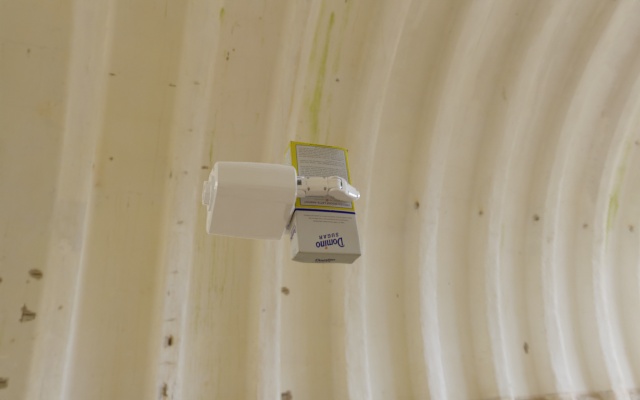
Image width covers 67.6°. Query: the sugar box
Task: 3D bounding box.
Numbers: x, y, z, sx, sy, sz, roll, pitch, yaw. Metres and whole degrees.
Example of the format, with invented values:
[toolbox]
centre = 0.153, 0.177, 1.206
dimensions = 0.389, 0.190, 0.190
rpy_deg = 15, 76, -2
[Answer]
[sugar box]
centre = 0.000, 0.002, 0.688
dimensions = 0.093, 0.176, 0.048
rpy_deg = 5, -27, -19
